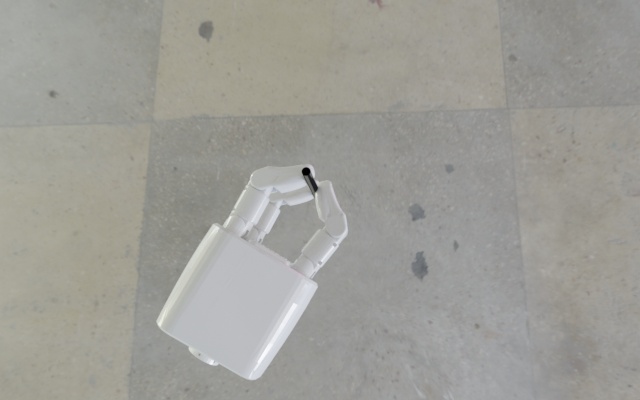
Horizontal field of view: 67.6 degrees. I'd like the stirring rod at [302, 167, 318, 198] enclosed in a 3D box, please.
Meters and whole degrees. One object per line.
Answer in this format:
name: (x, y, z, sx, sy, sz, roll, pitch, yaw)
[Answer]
stirring rod: (0.000, 0.002, 0.529, 0.011, 0.011, 0.239, 0, -13, 6)
